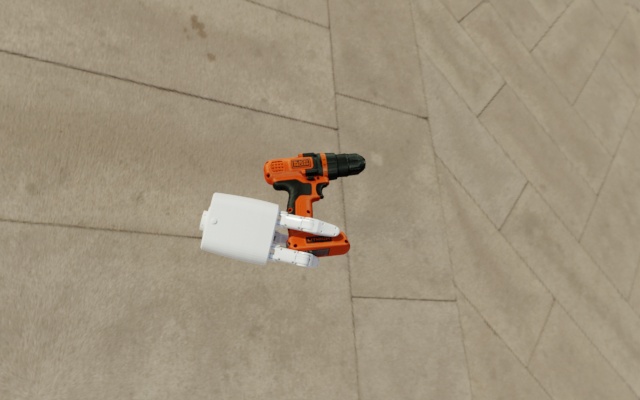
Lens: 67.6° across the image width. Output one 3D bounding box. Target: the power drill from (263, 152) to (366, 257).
[{"bbox_3d":[0.000,0.003,0.829,0.184,0.187,0.057,-7,-26,-5],"label":"power drill"}]
